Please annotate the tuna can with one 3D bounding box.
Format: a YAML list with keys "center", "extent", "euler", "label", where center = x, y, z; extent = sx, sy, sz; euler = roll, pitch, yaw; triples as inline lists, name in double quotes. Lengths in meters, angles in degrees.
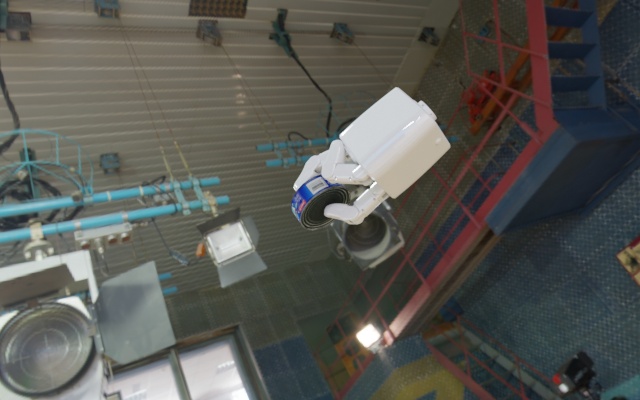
- center: [0.000, 0.002, 0.707]
  extent: [0.086, 0.086, 0.033]
  euler: [0, 41, -43]
  label: "tuna can"
